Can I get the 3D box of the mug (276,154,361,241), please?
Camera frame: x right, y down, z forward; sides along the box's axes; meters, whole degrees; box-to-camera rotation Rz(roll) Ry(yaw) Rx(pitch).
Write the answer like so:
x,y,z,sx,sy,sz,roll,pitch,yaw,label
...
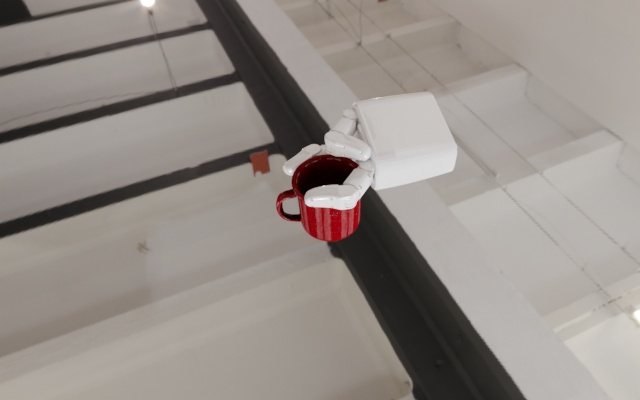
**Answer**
x,y,z,sx,sy,sz,roll,pitch,yaw,label
-0.001,0.003,0.628,0.117,0.093,0.082,-12,-42,-7,mug
